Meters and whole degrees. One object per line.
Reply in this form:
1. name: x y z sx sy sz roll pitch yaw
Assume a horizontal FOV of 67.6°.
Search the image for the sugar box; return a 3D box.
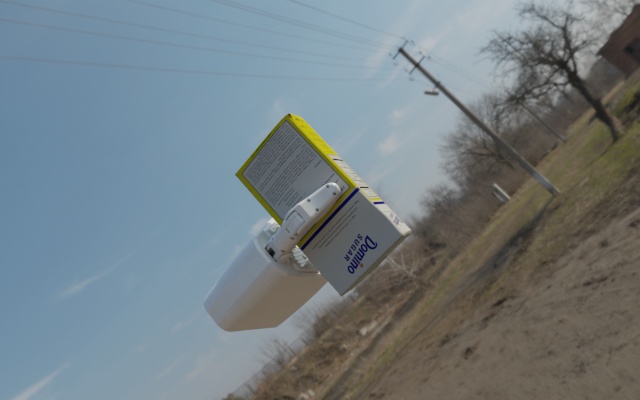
1. sugar box: 0.000 0.002 0.501 0.093 0.176 0.048 -47 -14 18
